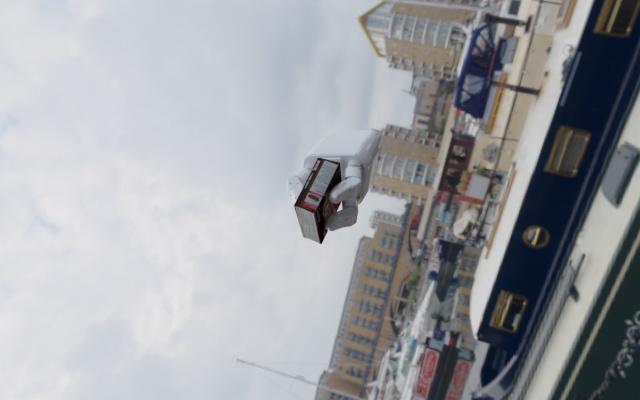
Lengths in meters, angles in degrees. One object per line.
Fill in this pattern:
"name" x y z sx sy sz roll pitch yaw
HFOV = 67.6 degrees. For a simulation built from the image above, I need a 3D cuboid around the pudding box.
"pudding box" 0.000 0.002 0.718 0.039 0.090 0.114 18 -25 16
